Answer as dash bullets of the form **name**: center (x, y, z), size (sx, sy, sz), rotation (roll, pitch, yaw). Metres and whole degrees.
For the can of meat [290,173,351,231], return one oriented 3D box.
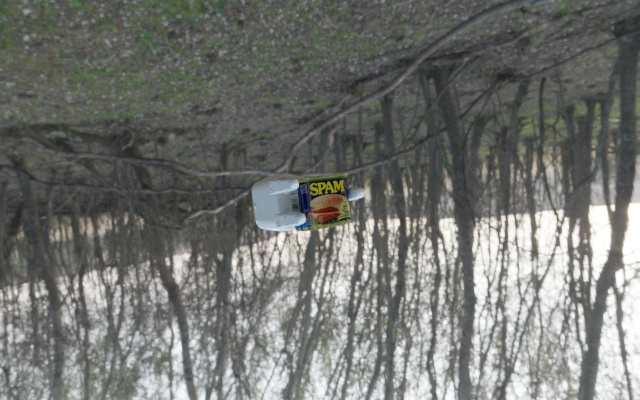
- **can of meat**: center (0.000, 0.003, 0.786), size (0.102, 0.084, 0.057), rotation (-8, 1, -35)
